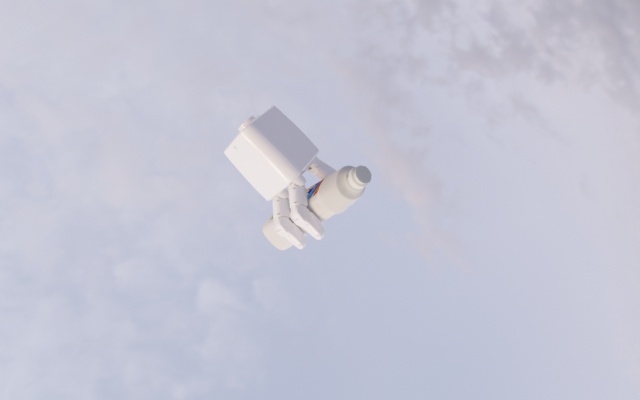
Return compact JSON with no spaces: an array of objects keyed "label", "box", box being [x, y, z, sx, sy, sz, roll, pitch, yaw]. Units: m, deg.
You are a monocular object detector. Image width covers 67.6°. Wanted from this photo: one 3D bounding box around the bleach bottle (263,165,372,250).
[{"label":"bleach bottle","box":[0.000,0.003,0.766,0.102,0.068,0.251,-48,9,-38]}]
